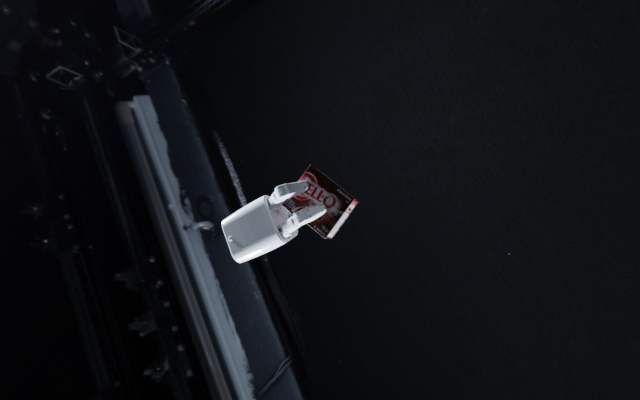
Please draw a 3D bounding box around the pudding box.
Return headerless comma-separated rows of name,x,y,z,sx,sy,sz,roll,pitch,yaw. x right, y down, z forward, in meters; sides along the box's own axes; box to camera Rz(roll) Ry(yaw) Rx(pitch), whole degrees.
pudding box,0.000,0.003,0.874,0.113,0.090,0.039,38,7,20
